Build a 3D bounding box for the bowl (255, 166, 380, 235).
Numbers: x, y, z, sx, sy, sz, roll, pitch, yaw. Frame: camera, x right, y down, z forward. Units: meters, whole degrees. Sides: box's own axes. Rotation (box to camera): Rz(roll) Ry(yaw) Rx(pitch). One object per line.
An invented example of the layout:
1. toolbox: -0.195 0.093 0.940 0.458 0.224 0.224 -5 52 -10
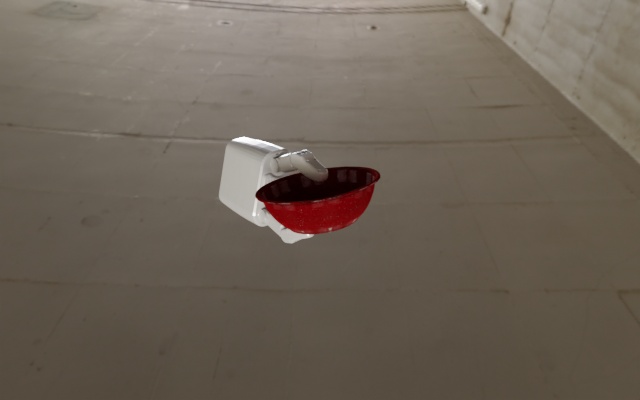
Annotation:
1. bowl: 0.001 0.003 0.616 0.162 0.055 0.162 -9 15 3
